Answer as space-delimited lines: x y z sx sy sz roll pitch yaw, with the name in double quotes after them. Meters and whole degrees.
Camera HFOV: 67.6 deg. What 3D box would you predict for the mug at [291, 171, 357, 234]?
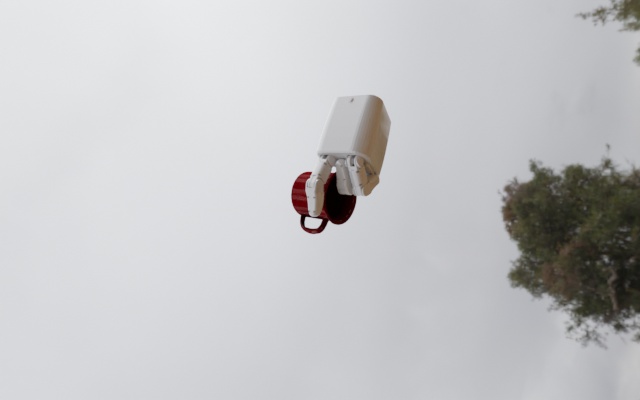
0.000 0.004 0.821 0.081 0.117 0.093 7 -19 39 "mug"
